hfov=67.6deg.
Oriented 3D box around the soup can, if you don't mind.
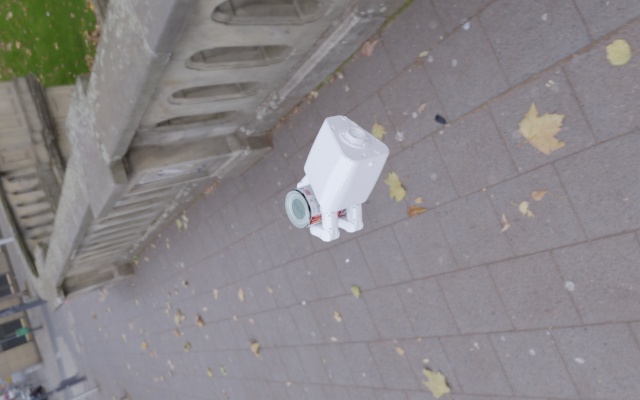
[{"bbox_3d":[0.000,0.003,0.813,0.102,0.068,0.068,-17,11,-37],"label":"soup can"}]
